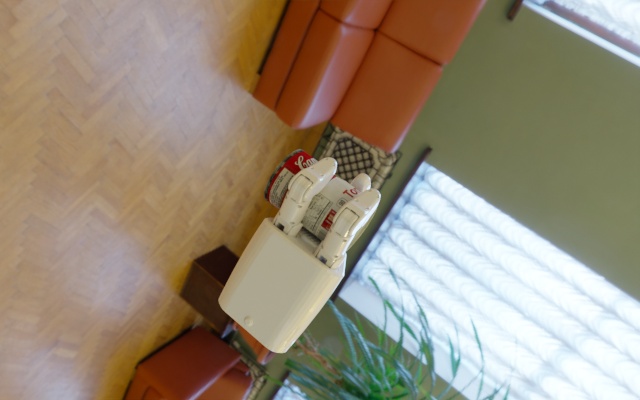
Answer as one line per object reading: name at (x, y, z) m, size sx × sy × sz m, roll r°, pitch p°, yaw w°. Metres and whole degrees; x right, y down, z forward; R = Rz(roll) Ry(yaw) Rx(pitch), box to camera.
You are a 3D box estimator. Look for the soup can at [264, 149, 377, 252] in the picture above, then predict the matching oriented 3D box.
soup can at (0.001, 0.001, 0.507) m, size 0.102 × 0.068 × 0.068 m, roll 36°, pitch 11°, yaw 15°
